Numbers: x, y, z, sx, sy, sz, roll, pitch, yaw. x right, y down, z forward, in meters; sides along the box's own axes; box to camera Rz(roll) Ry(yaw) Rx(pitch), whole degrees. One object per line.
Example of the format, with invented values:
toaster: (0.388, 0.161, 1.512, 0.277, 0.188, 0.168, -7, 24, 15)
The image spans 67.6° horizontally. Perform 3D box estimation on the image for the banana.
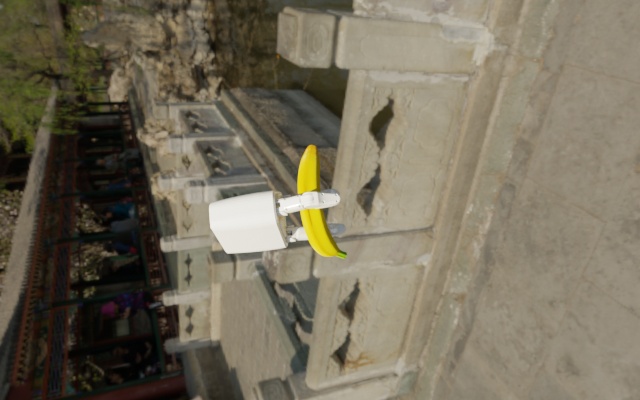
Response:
banana: (-0.007, 0.009, 0.774, 0.037, 0.198, 0.069, -11, 6, 28)
